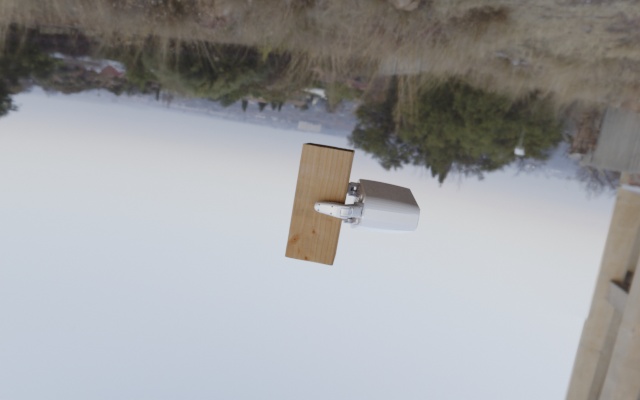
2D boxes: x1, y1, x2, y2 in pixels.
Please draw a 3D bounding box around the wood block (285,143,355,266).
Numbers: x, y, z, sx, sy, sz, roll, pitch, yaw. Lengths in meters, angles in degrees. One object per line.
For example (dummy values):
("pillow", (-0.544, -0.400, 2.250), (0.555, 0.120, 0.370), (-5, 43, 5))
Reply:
("wood block", (0.000, 0.003, 0.879), (0.090, 0.206, 0.091), (10, 9, 5))
